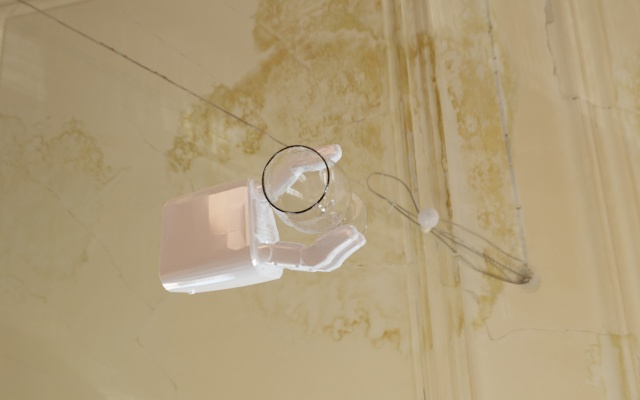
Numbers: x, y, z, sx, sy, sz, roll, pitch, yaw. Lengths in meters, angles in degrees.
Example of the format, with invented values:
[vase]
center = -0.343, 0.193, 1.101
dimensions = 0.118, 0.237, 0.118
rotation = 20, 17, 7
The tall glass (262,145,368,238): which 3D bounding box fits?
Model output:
[tall glass]
center = 0.000, 0.002, 0.507
dimensions = 0.079, 0.079, 0.201
rotation = 0, -12, 13
